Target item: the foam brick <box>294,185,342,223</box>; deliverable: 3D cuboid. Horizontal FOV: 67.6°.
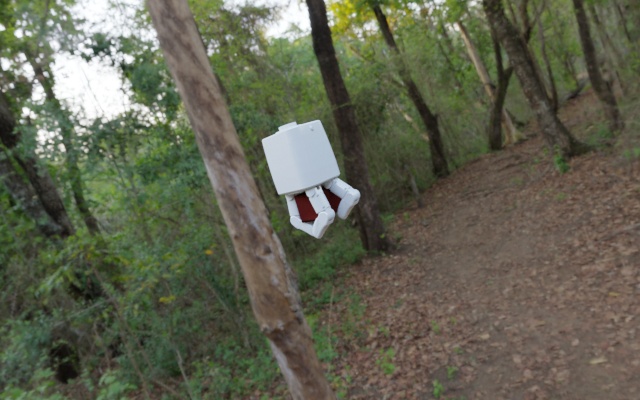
[{"bbox_3d":[0.000,0.003,0.873,0.053,0.051,0.078,-11,10,37],"label":"foam brick"}]
